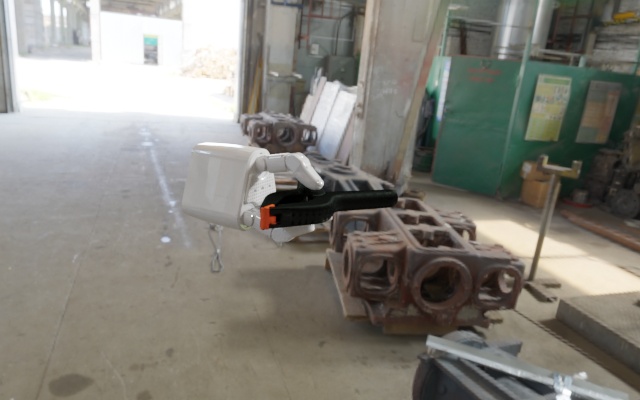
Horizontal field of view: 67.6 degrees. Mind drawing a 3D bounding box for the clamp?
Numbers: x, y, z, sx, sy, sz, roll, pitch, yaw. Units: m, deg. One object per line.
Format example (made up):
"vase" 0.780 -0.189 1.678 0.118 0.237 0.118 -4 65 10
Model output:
"clamp" 0.000 0.001 0.634 0.164 0.036 0.210 9 16 25
